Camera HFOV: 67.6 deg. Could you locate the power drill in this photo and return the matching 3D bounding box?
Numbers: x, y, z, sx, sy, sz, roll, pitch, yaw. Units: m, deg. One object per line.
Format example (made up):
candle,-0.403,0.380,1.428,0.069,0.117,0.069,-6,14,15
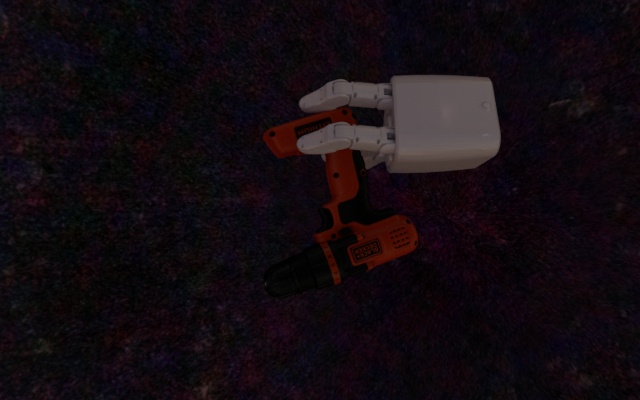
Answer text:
power drill,0.000,0.001,0.541,0.184,0.187,0.057,-19,1,-11
